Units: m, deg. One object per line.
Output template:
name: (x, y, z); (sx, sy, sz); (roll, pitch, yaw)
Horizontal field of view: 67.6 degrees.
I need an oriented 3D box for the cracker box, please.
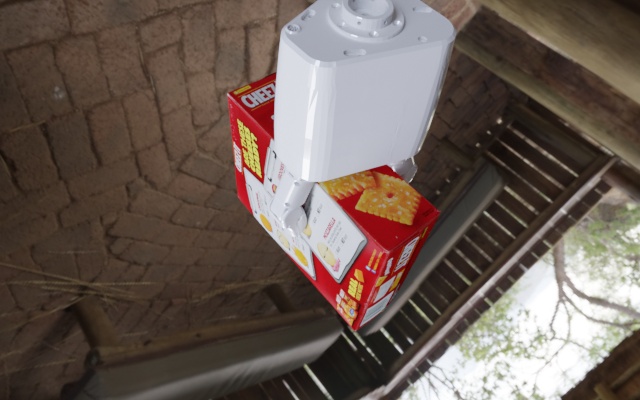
cracker box: (0.000, 0.002, 0.472); (0.072, 0.213, 0.164); (-32, -27, -25)
